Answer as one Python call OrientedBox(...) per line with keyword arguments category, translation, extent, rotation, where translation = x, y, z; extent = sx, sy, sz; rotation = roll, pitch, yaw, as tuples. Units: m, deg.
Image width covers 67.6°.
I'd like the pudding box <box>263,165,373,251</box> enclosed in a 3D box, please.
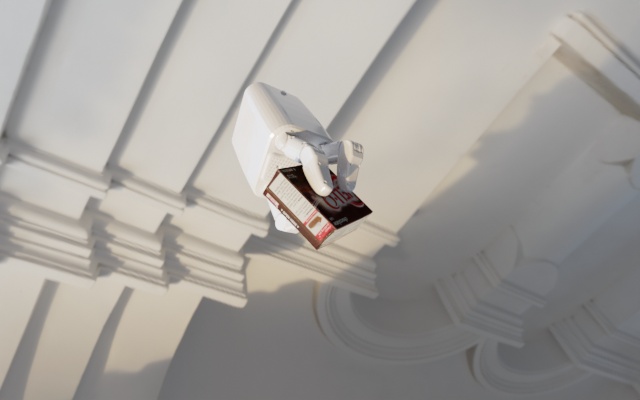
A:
OrientedBox(category="pudding box", translation=(0.000, 0.002, 0.536), extent=(0.090, 0.039, 0.113), rotation=(44, 26, 13))
